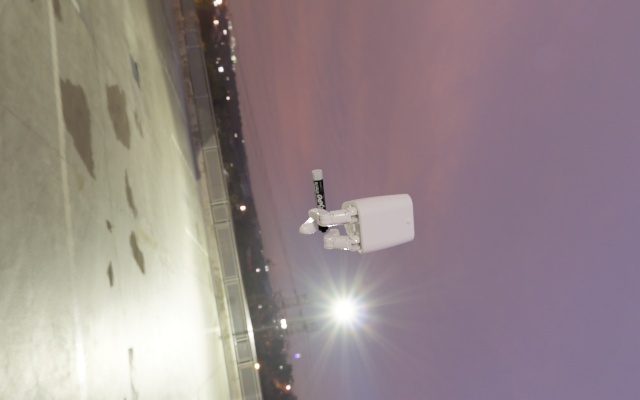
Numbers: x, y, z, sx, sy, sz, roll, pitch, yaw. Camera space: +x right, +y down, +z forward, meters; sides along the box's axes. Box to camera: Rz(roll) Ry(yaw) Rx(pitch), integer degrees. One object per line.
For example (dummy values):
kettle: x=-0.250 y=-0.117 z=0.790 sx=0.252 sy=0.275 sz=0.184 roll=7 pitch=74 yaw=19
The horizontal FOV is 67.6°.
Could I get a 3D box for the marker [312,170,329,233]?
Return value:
marker: x=0.000 y=0.003 z=0.885 sx=0.020 sy=0.121 sz=0.020 roll=-6 pitch=19 yaw=2
